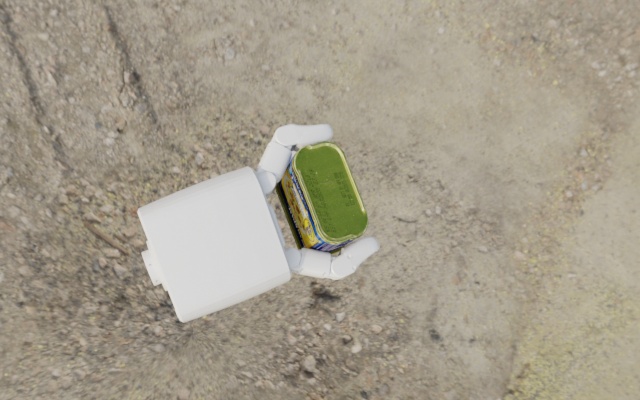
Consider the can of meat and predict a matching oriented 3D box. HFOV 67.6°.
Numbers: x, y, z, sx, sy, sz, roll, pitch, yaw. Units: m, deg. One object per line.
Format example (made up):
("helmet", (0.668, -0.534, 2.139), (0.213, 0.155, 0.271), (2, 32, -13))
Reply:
("can of meat", (0.000, 0.002, 0.472), (0.057, 0.102, 0.084), (-18, -10, -18))
